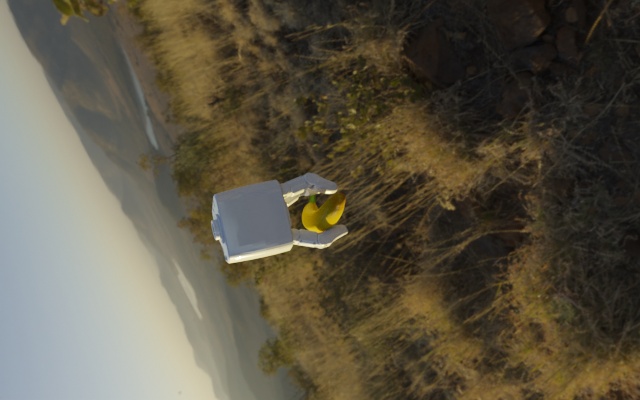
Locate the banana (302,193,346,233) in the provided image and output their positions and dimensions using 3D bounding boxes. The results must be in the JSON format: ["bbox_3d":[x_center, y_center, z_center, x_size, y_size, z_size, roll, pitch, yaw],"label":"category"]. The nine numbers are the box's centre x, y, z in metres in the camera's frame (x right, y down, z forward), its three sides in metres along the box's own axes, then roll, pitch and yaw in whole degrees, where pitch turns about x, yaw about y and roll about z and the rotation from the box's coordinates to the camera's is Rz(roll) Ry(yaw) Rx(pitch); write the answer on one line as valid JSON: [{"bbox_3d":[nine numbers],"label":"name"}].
[{"bbox_3d":[-0.001,0.021,0.816,0.037,0.069,0.198,2,0,-16],"label":"banana"}]
